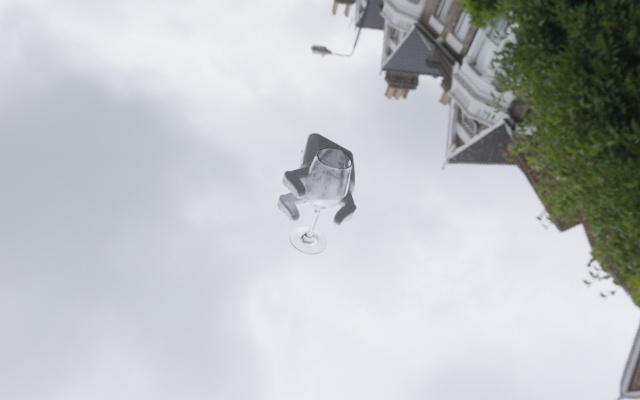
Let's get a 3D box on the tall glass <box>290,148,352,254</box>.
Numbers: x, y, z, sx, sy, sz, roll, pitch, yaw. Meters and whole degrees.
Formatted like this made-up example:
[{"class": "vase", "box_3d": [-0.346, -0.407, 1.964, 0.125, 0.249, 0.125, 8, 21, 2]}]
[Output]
[{"class": "tall glass", "box_3d": [0.000, 0.003, 0.864, 0.079, 0.201, 0.079, 11, 39, -9]}]
